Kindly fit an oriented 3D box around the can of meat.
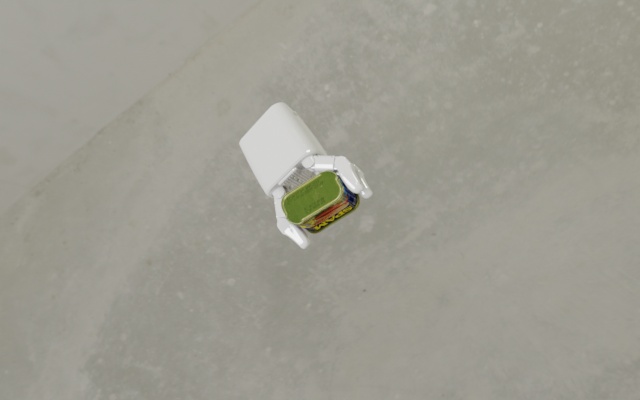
[{"bbox_3d":[0.000,0.002,0.724,0.102,0.057,0.084,-32,-19,11],"label":"can of meat"}]
